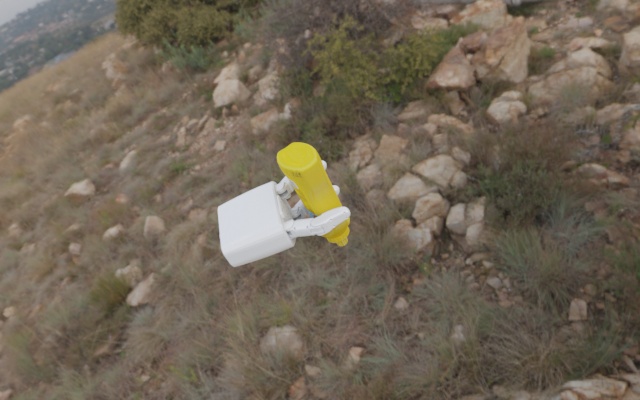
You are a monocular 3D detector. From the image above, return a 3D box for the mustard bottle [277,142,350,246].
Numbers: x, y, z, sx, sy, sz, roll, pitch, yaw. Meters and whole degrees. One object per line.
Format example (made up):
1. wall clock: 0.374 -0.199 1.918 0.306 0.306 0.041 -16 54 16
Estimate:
1. mustard bottle: 0.000 0.002 0.764 0.058 0.192 0.096 -36 34 -12
